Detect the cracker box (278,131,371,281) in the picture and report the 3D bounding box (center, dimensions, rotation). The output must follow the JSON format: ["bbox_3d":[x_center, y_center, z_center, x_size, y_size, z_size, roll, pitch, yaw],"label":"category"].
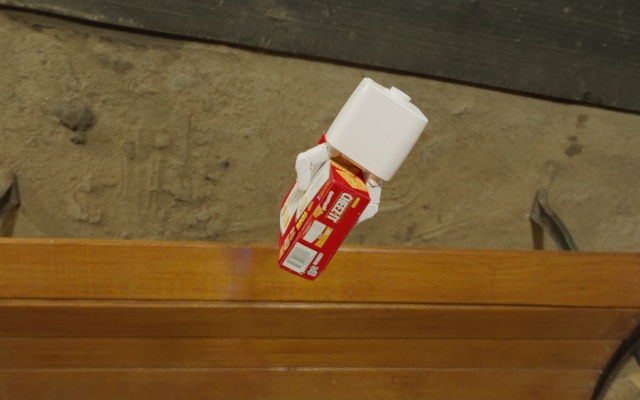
[{"bbox_3d":[0.000,0.003,0.773,0.072,0.164,0.213,27,22,-15],"label":"cracker box"}]
